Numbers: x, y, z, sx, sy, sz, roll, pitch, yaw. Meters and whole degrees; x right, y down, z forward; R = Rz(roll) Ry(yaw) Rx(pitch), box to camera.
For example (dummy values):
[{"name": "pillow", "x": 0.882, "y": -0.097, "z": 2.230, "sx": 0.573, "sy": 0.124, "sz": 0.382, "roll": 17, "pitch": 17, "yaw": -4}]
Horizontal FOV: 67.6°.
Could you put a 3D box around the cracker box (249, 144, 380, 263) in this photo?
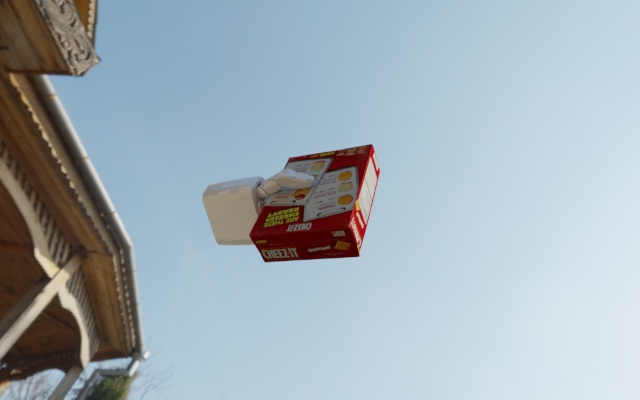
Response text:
[{"name": "cracker box", "x": 0.000, "y": 0.002, "z": 0.785, "sx": 0.164, "sy": 0.072, "sz": 0.213, "roll": -7, "pitch": 37, "yaw": 23}]
